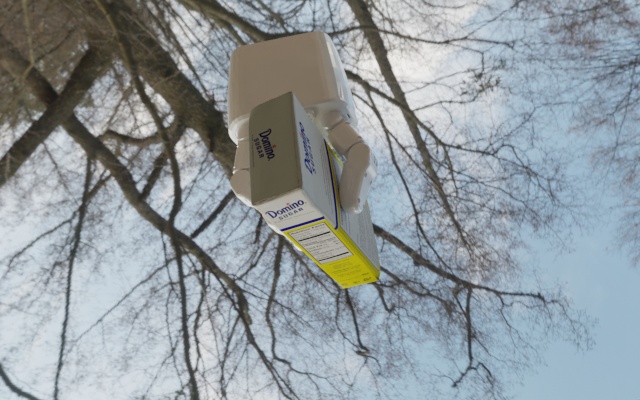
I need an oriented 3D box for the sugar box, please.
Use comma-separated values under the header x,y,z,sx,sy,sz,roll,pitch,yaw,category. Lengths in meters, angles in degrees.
x,y,z,sx,sy,sz,roll,pitch,yaw,category
0.000,0.001,0.407,0.048,0.093,0.176,-20,-36,18,sugar box
